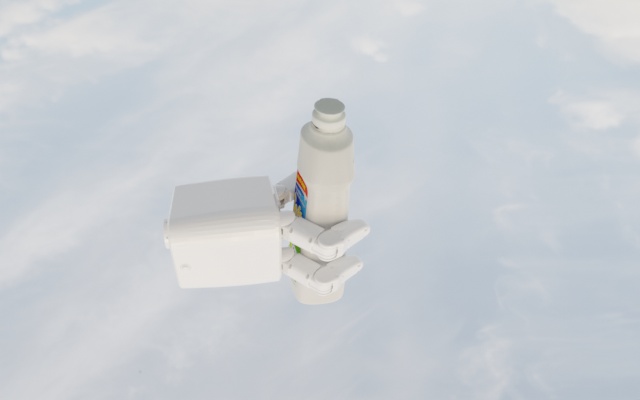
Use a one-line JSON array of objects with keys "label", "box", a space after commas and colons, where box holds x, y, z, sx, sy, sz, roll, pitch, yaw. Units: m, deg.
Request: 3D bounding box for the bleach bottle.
[{"label": "bleach bottle", "box": [0.000, 0.002, 0.516, 0.068, 0.251, 0.102, -4, 44, -9]}]
